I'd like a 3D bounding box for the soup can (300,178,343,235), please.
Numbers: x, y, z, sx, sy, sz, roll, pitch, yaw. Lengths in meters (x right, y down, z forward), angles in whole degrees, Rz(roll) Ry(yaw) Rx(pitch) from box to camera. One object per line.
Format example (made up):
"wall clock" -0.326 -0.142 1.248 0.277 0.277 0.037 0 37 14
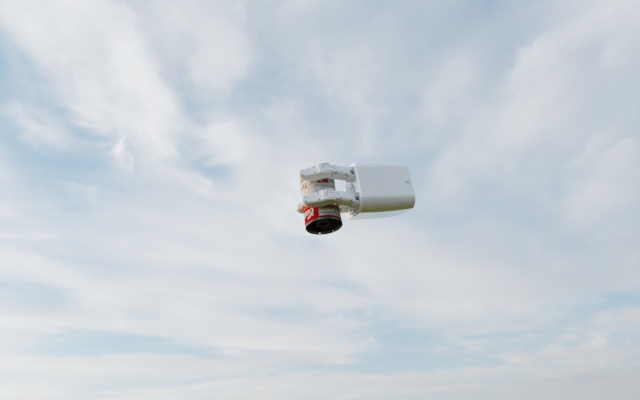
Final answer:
"soup can" 0.000 0.003 0.874 0.068 0.102 0.068 -6 -28 -3
